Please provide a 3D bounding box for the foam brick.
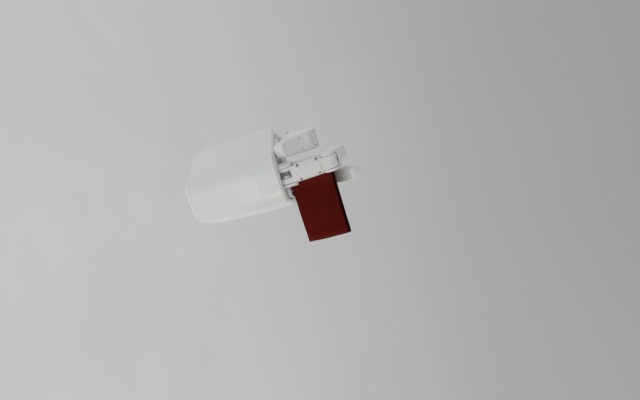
[{"bbox_3d":[0.000,0.002,0.572,0.051,0.078,0.053,-17,14,2],"label":"foam brick"}]
